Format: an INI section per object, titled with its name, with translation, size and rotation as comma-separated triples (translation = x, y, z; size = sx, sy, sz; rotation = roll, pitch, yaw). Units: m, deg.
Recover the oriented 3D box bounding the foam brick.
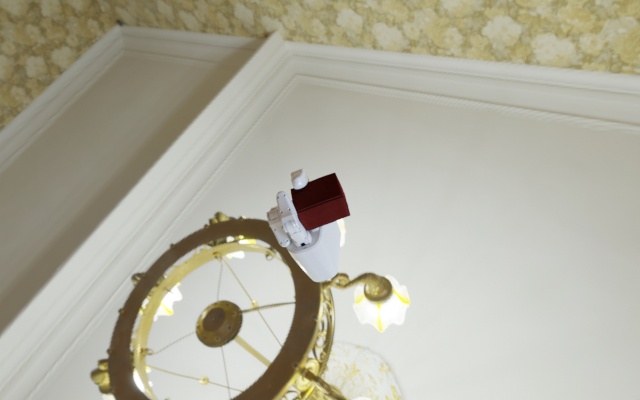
[foam brick]
translation = 0.000, 0.002, 0.733
size = 0.078, 0.053, 0.051
rotation = -20, -43, 8
